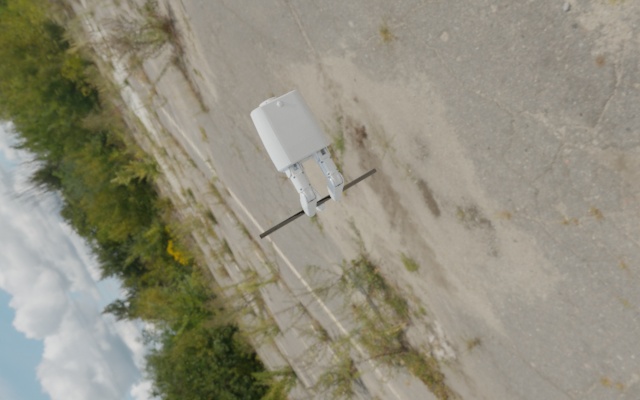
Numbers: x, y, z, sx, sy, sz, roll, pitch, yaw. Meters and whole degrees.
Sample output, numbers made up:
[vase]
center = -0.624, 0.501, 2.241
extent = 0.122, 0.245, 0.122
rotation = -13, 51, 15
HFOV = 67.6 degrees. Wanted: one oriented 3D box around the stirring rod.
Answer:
[stirring rod]
center = 0.000, 0.003, 0.823
extent = 0.239, 0.011, 0.011
rotation = -30, 10, -18
